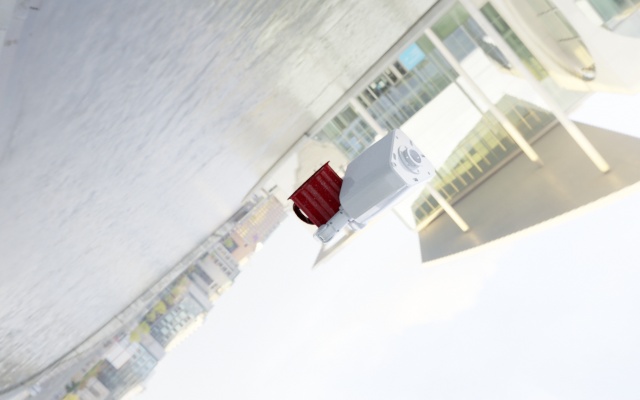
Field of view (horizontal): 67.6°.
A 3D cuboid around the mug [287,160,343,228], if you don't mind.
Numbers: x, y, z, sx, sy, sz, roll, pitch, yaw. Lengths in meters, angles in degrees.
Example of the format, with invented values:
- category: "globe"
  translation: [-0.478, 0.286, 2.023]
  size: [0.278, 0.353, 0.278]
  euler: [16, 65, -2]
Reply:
- category: "mug"
  translation: [-0.001, 0.003, 0.770]
  size: [0.117, 0.081, 0.093]
  euler: [-39, 6, 39]
